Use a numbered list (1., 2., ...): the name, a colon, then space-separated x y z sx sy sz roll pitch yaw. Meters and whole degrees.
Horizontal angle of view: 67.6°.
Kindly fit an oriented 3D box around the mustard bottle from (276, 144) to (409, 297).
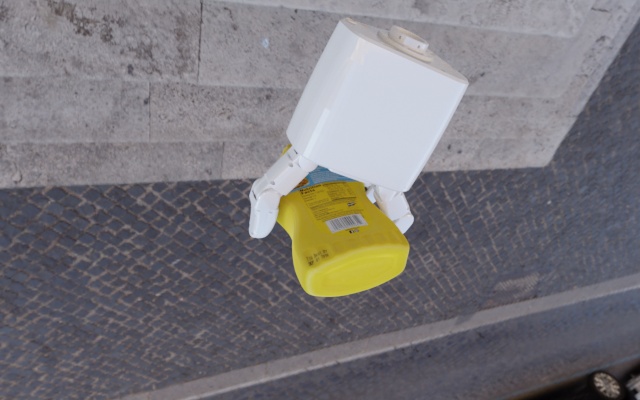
1. mustard bottle: 0.000 0.002 0.460 0.096 0.058 0.191 -13 42 -16
